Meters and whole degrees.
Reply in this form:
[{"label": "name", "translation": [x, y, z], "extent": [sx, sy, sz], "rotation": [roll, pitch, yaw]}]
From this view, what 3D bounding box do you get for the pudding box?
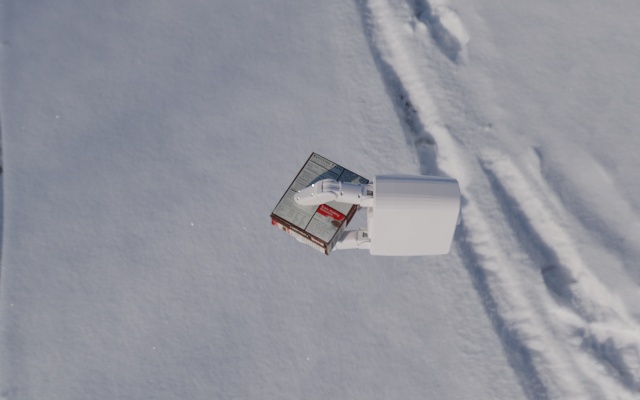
[{"label": "pudding box", "translation": [0.000, 0.002, 0.635], "extent": [0.090, 0.113, 0.039], "rotation": [28, -24, 14]}]
